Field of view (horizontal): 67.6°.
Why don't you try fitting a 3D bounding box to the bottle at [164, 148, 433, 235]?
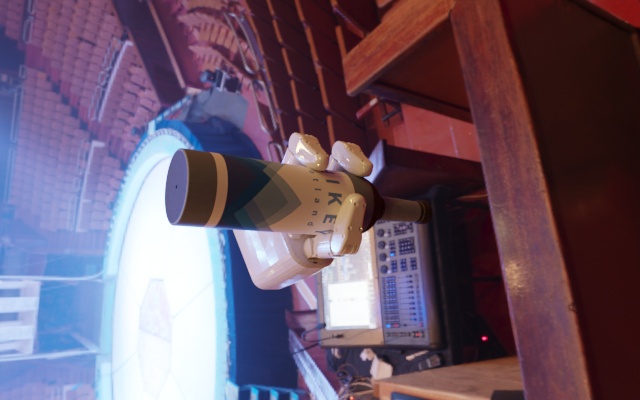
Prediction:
[{"bbox_3d":[0.000,0.002,0.483,0.296,0.069,0.069,6,-3,-33],"label":"bottle"}]
